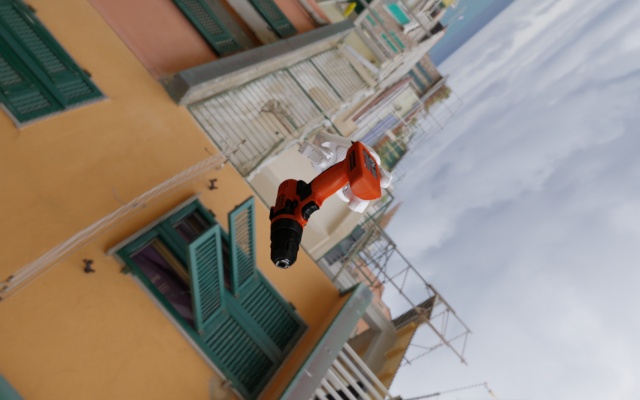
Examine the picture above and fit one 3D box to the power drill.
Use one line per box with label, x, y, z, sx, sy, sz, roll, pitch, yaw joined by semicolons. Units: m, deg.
power drill;0.001;0.002;0.728;0.188;0.184;0.057;-29;-55;24
